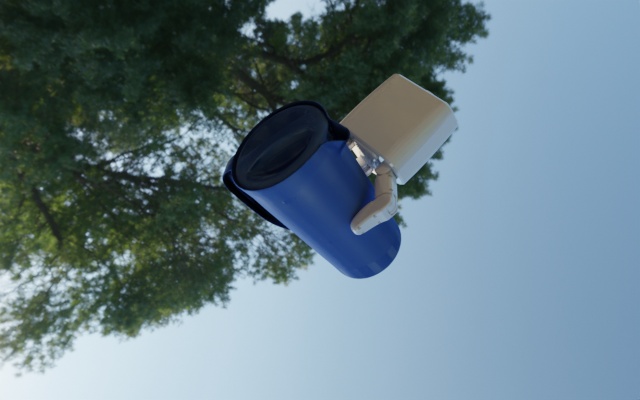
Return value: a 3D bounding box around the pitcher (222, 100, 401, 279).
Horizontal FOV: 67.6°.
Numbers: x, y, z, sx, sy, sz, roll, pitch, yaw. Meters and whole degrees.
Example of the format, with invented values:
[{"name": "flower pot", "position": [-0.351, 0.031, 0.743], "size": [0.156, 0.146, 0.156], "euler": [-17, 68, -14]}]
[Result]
[{"name": "pitcher", "position": [0.000, 0.002, 0.619], "size": [0.243, 0.145, 0.149], "euler": [49, -6, -40]}]
